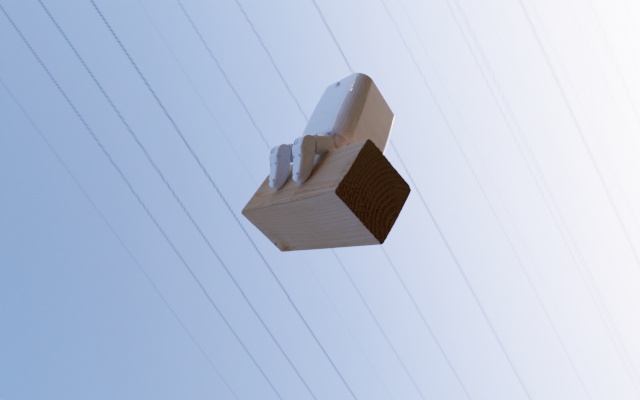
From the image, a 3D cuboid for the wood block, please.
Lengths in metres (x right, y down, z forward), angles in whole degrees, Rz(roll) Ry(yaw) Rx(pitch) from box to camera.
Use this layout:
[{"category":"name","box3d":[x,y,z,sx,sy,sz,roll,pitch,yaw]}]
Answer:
[{"category":"wood block","box3d":[0.000,0.002,0.619,0.091,0.090,0.206,46,-31,-23]}]
